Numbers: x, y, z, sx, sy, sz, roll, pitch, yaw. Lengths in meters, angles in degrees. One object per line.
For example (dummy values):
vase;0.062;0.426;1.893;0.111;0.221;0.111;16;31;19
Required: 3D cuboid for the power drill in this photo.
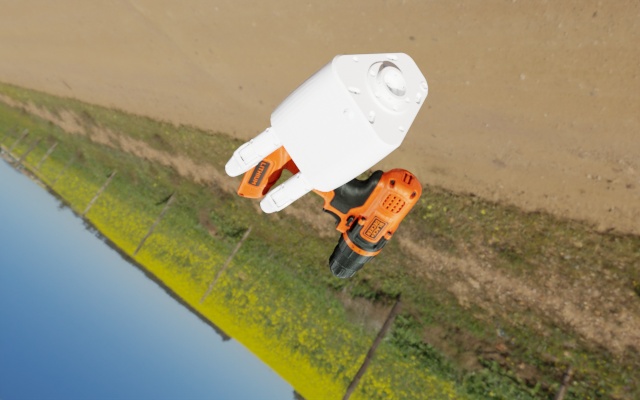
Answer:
power drill;0.000;0.002;0.570;0.187;0.184;0.057;28;39;-4
